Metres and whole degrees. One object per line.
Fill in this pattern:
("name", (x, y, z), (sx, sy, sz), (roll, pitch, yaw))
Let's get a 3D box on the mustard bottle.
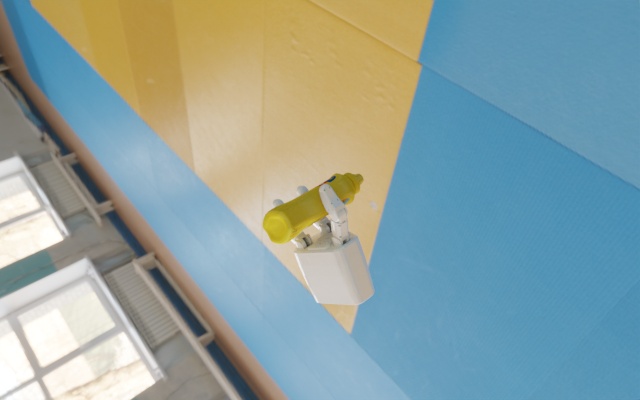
("mustard bottle", (0.000, 0.002, 0.792), (0.191, 0.058, 0.096), (-30, -5, -31))
